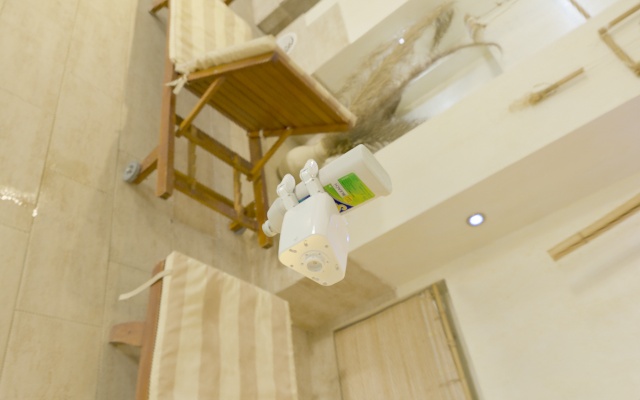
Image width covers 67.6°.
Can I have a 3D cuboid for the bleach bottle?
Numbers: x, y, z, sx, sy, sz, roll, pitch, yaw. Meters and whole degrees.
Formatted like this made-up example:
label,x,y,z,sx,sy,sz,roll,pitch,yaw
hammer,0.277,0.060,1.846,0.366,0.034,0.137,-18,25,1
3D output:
label,x,y,z,sx,sy,sz,roll,pitch,yaw
bleach bottle,0.000,0.003,0.875,0.251,0.103,0.068,-32,27,24
